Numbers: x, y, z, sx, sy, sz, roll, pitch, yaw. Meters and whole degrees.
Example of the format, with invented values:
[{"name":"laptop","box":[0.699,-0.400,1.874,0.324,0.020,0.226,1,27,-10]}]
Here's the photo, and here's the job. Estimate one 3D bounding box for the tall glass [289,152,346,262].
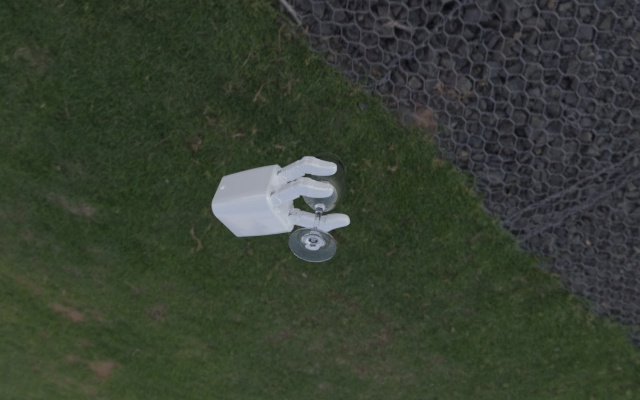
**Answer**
[{"name":"tall glass","box":[0.000,0.003,0.797,0.079,0.079,0.200,0,42,10]}]
